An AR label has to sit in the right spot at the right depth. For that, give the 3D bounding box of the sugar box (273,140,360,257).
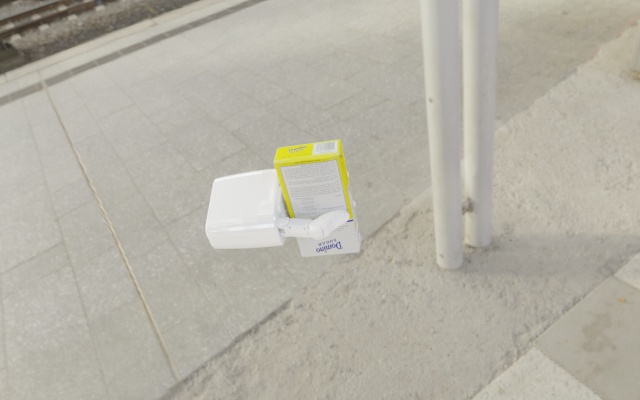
[{"bbox_3d":[0.000,0.002,0.692,0.093,0.176,0.048,-6,39,10],"label":"sugar box"}]
